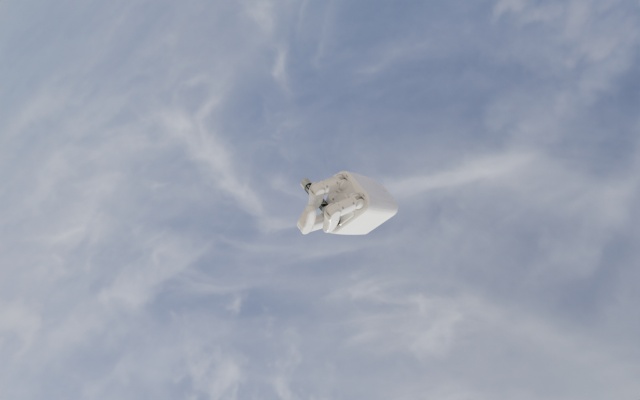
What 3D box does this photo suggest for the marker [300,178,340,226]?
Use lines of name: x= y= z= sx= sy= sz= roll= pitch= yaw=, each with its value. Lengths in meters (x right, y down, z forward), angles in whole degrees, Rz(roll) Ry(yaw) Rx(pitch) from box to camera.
marker: x=0.000 y=0.003 z=0.891 sx=0.020 sy=0.020 sz=0.121 roll=0 pitch=41 yaw=-43
